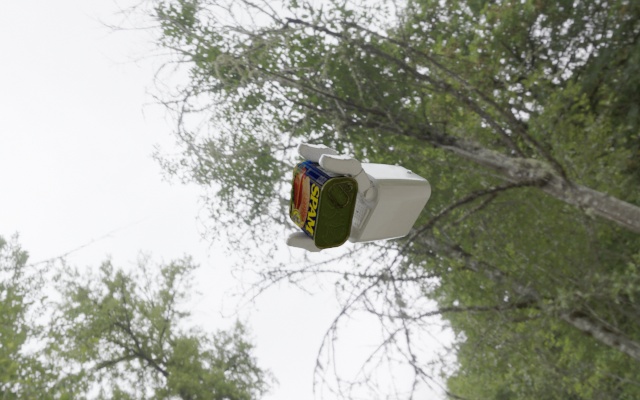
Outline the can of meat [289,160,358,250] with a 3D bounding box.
[{"bbox_3d":[0.000,0.002,0.655,0.057,0.102,0.084,-6,26,-31],"label":"can of meat"}]
